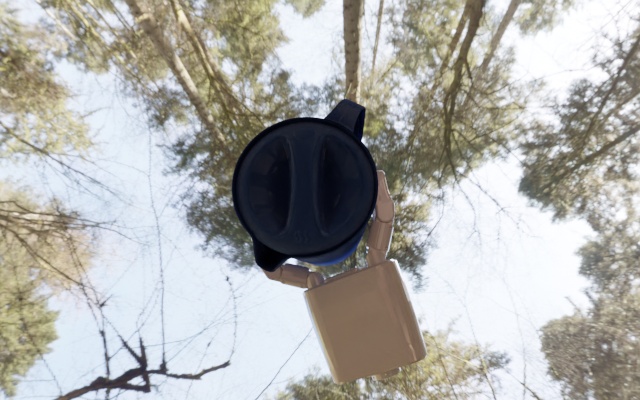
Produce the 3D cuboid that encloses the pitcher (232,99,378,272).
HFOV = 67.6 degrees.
[{"bbox_3d":[0.000,0.002,0.542,0.149,0.145,0.243,-19,-13,0],"label":"pitcher"}]
